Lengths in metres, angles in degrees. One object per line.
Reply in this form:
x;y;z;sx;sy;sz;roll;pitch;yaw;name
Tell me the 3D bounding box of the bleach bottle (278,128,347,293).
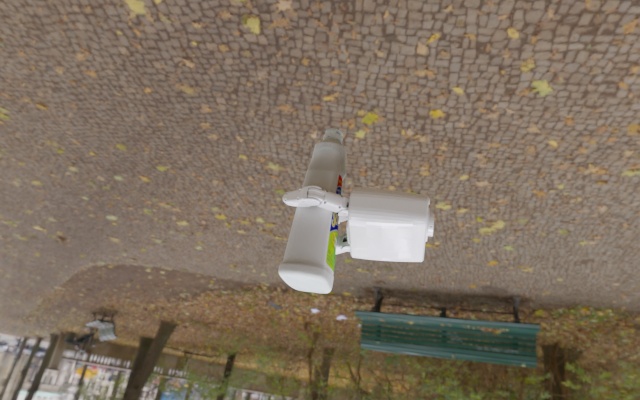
0.000;0.002;0.704;0.068;0.250;0.103;4;-24;13;bleach bottle
